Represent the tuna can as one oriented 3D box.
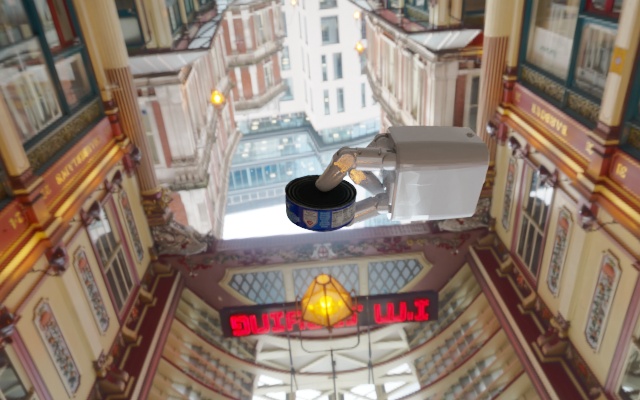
[{"bbox_3d":[0.000,0.002,0.571,0.086,0.034,0.086,2,29,-1],"label":"tuna can"}]
